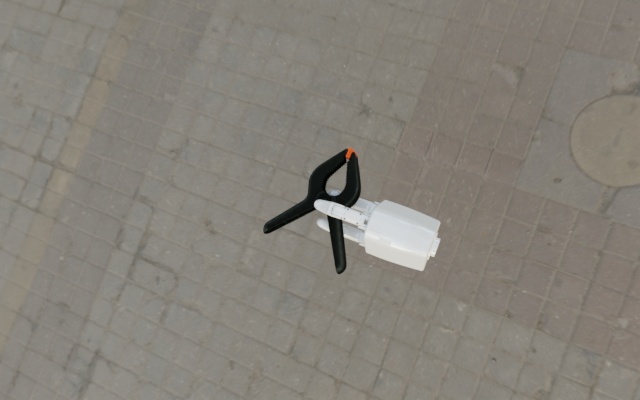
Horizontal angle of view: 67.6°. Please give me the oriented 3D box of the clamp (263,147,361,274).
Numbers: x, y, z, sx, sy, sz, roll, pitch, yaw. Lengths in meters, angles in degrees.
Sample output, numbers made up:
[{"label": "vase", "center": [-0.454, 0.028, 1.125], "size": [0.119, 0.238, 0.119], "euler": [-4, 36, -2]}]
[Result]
[{"label": "clamp", "center": [0.000, 0.002, 0.832], "size": [0.164, 0.210, 0.036], "euler": [20, -2, 16]}]
